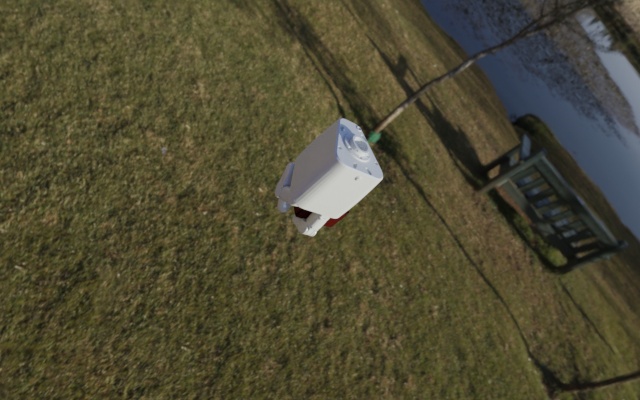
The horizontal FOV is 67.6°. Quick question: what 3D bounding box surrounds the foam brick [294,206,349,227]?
[{"bbox_3d":[0.000,0.003,0.785,0.078,0.053,0.051,19,-44,-35],"label":"foam brick"}]
